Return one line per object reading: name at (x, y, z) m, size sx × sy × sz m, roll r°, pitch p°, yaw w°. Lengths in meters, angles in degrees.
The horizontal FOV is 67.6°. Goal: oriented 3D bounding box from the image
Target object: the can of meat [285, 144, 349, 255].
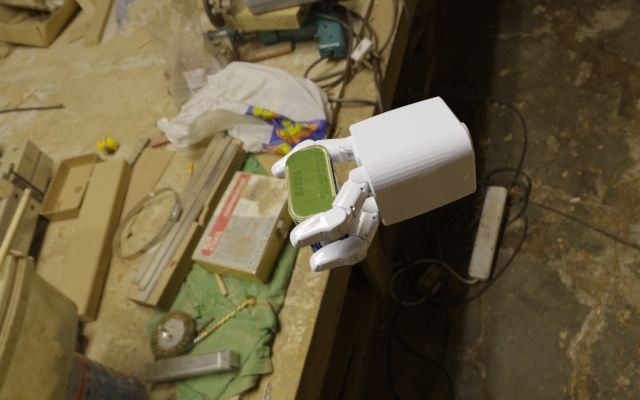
can of meat at (0.000, 0.001, 0.526) m, size 0.057 × 0.102 × 0.084 m, roll -16°, pitch -37°, yaw 8°
